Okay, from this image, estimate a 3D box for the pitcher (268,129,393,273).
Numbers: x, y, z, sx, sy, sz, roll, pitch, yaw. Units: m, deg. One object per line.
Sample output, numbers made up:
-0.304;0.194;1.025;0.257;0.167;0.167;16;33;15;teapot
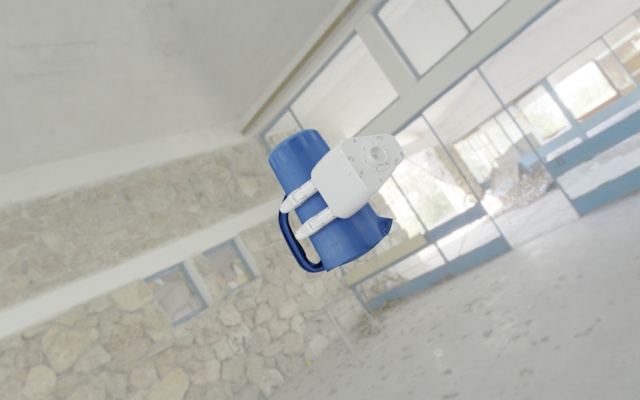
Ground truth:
0.000;0.003;0.864;0.149;0.243;0.145;-28;-8;-30;pitcher
